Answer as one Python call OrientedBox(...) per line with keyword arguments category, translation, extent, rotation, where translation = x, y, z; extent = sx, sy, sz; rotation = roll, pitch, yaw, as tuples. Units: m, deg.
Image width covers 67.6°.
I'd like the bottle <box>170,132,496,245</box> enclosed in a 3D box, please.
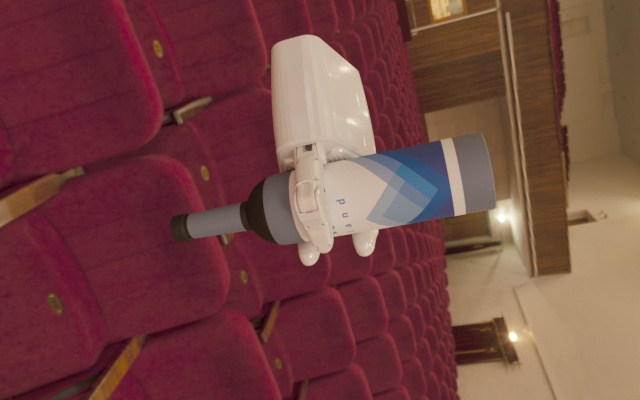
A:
OrientedBox(category="bottle", translation=(0.000, 0.001, 0.436), extent=(0.296, 0.069, 0.069), rotation=(-11, -3, 13))
